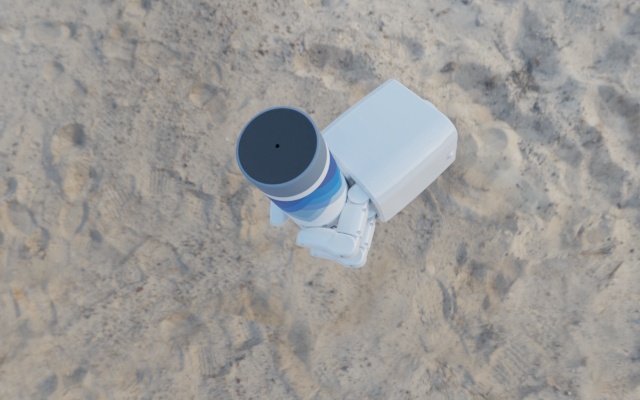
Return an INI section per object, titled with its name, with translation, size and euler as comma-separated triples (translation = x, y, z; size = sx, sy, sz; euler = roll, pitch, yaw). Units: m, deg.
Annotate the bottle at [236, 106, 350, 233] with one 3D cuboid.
[bottle]
translation = 0.000, 0.002, 0.493
size = 0.069, 0.069, 0.296
euler = 0, -17, 13
